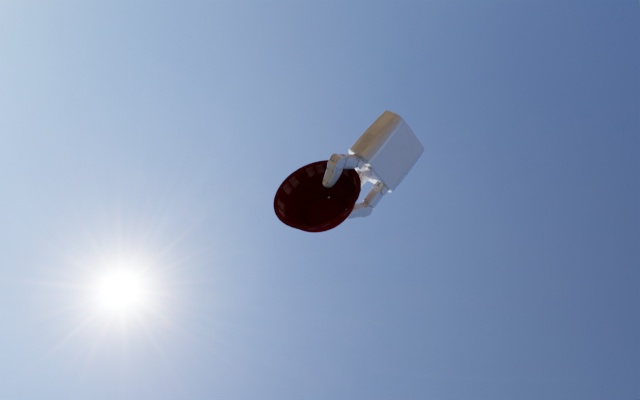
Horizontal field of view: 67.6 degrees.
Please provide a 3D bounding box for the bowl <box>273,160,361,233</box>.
[{"bbox_3d":[-0.001,0.004,0.855,0.162,0.162,0.055,0,-41,23],"label":"bowl"}]
